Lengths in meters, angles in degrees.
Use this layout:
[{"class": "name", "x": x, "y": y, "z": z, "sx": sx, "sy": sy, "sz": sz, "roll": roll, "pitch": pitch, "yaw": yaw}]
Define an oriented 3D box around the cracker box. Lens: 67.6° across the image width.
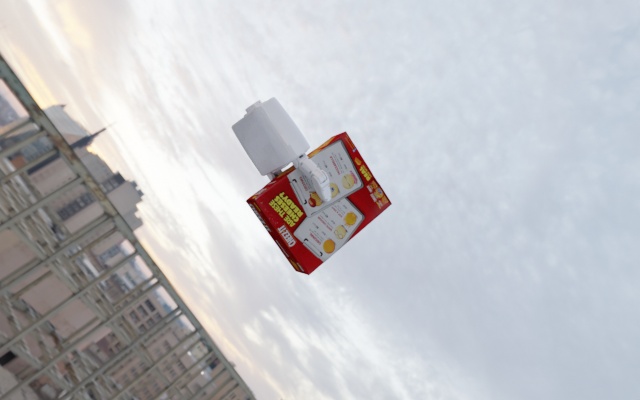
[{"class": "cracker box", "x": 0.000, "y": 0.003, "z": 0.860, "sx": 0.213, "sy": 0.164, "sz": 0.072, "roll": -38, "pitch": 12, "yaw": -21}]
